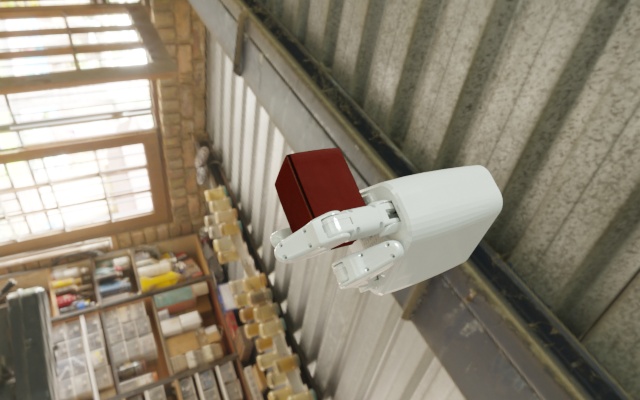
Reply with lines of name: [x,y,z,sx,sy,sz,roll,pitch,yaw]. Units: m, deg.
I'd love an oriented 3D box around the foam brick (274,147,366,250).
foam brick: [0.000,0.001,0.415,0.051,0.078,0.053,-14,-20,-25]
